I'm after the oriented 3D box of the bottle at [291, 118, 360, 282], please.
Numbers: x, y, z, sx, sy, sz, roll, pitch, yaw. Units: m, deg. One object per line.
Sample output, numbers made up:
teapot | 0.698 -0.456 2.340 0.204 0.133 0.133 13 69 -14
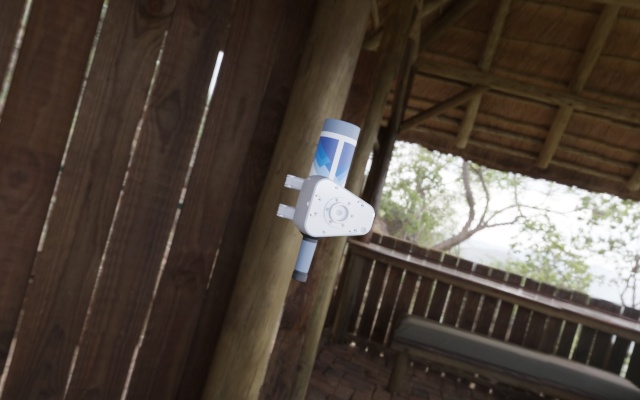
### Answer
bottle | 0.000 0.003 0.867 0.069 0.295 0.069 16 1 0
